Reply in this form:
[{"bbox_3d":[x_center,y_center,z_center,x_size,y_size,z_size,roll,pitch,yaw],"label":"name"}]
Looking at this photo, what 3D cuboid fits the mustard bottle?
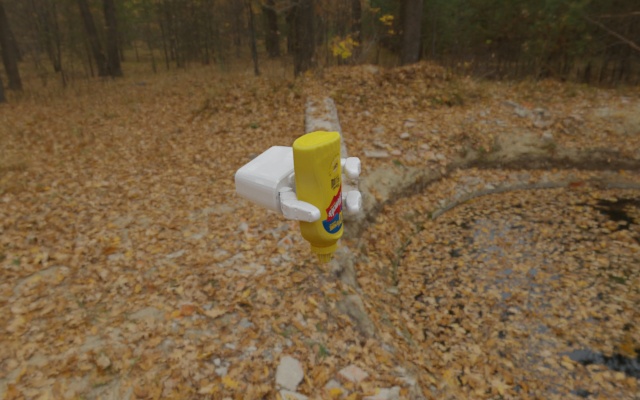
[{"bbox_3d":[0.000,0.002,0.690,0.058,0.192,0.096,5,22,20],"label":"mustard bottle"}]
